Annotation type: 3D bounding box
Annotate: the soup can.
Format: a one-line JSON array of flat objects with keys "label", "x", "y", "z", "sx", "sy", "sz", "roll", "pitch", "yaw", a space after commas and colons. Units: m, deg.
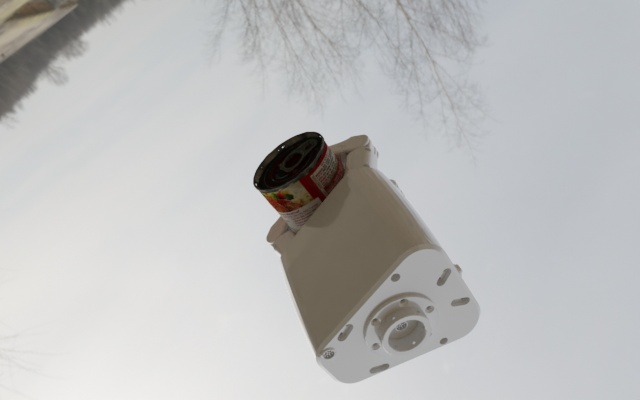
[{"label": "soup can", "x": 0.000, "y": 0.001, "z": 0.408, "sx": 0.068, "sy": 0.068, "sz": 0.102, "roll": 0, "pitch": -42, "yaw": 45}]
